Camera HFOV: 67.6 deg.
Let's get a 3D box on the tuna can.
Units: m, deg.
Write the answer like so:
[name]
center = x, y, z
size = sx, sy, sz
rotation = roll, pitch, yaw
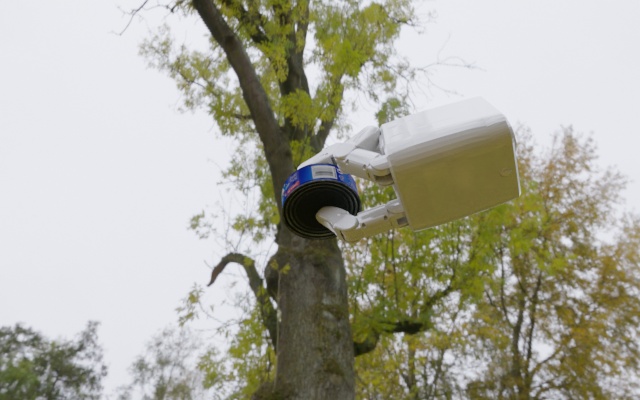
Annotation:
[tuna can]
center = 0.000, 0.001, 0.520
size = 0.086, 0.086, 0.033
rotation = 0, 41, -7
